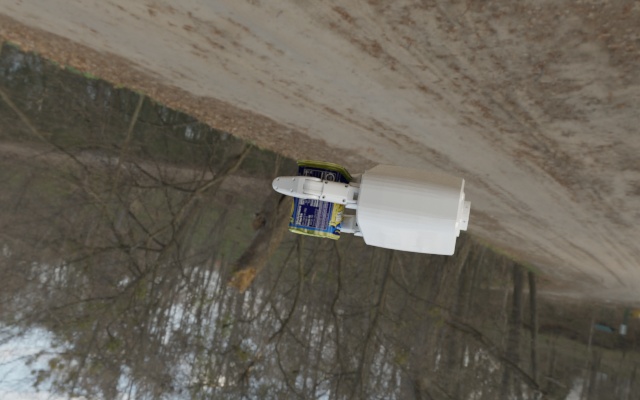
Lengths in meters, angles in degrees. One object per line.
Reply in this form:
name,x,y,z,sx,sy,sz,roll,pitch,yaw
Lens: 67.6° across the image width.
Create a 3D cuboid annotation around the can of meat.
can of meat,0.000,0.002,0.584,0.057,0.084,0.102,8,-5,12
